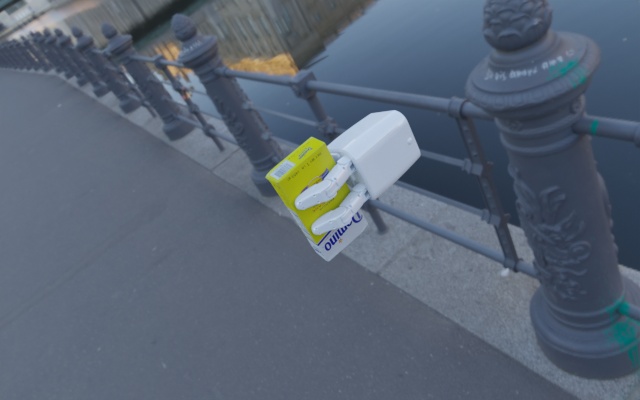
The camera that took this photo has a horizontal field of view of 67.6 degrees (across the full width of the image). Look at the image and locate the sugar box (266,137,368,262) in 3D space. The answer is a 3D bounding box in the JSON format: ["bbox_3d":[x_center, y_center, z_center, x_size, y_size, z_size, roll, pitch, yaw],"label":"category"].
[{"bbox_3d":[0.000,0.002,0.723,0.093,0.176,0.048,-41,35,-12],"label":"sugar box"}]
